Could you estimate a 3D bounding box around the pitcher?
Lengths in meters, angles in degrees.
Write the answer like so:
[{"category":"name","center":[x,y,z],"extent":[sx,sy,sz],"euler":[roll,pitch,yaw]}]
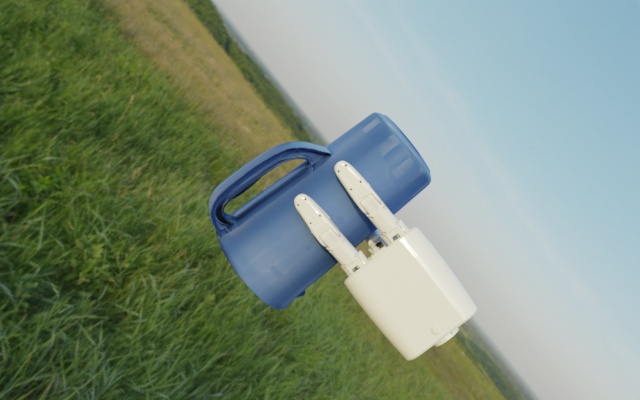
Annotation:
[{"category":"pitcher","center":[0.000,0.002,0.565],"extent":[0.243,0.145,0.149],"euler":[-38,-14,6]}]
